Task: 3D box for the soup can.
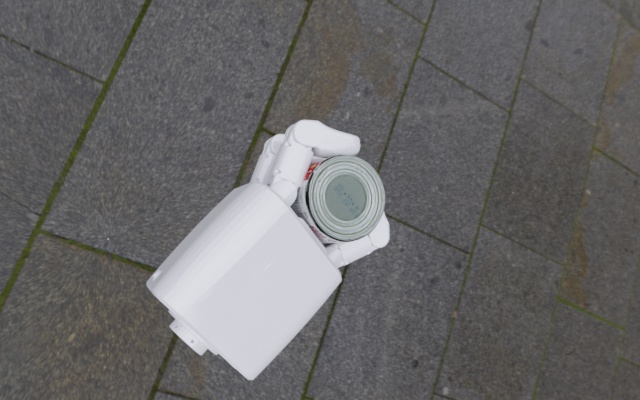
[{"bbox_3d":[0.001,0.001,0.402,0.068,0.068,0.102,0,-4,-24],"label":"soup can"}]
